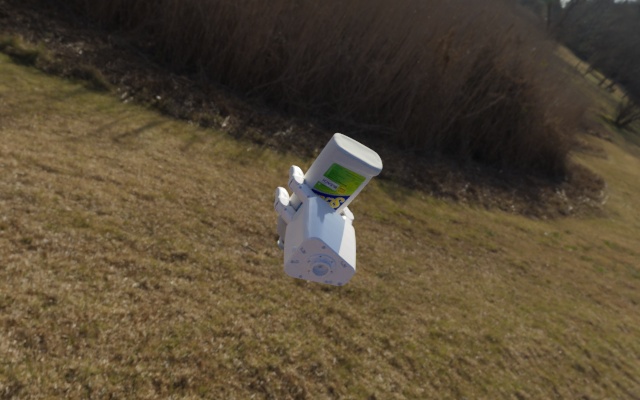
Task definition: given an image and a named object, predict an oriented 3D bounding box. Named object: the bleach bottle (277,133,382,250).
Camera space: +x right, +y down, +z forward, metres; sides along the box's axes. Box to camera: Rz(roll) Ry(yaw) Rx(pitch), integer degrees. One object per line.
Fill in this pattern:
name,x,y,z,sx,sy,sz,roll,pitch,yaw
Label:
bleach bottle,0.000,0.003,0.869,0.102,0.251,0.068,26,31,-16
